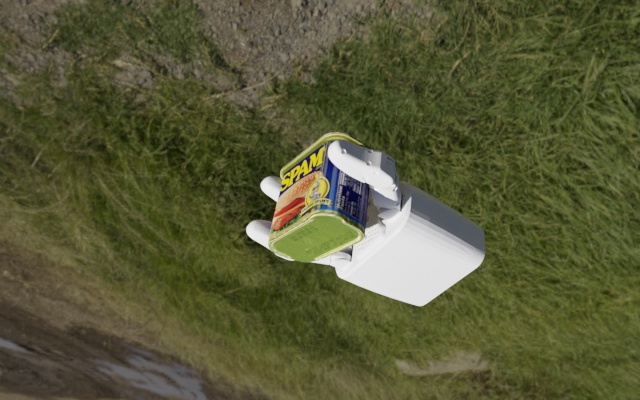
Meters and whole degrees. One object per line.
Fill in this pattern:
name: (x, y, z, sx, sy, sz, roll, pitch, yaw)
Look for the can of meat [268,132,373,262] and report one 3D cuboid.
can of meat: (0.000, 0.002, 0.431, 0.057, 0.084, 0.102, 28, -37, -26)
